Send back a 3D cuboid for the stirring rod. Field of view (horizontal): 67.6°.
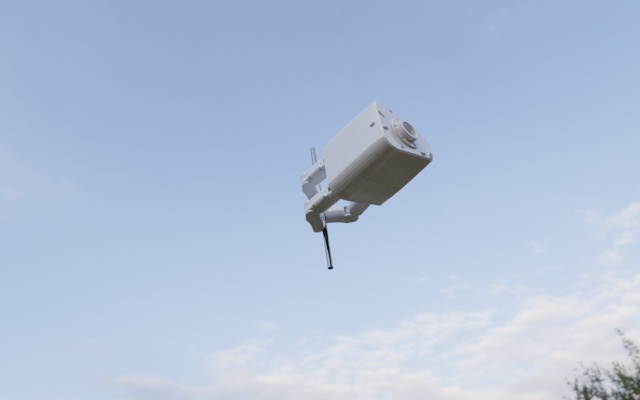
[{"bbox_3d":[0.000,0.002,0.735,0.011,0.239,0.011,-5,-40,-4],"label":"stirring rod"}]
